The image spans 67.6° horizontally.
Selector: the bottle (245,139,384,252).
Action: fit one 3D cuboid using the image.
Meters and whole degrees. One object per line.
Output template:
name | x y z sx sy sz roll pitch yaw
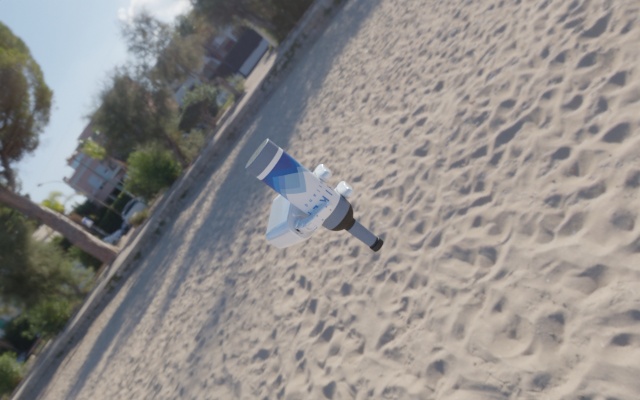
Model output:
bottle | 0.000 0.003 0.879 0.296 0.069 0.069 37 -12 -16
